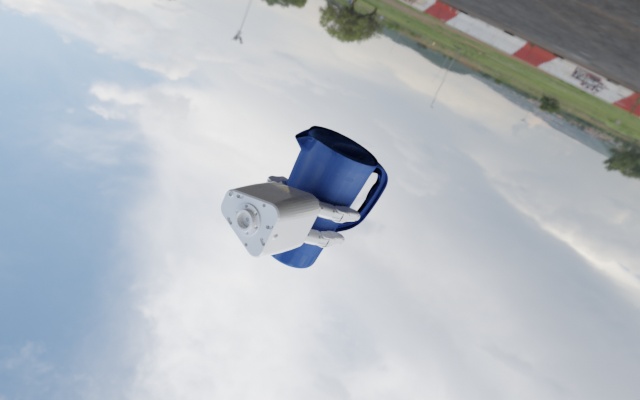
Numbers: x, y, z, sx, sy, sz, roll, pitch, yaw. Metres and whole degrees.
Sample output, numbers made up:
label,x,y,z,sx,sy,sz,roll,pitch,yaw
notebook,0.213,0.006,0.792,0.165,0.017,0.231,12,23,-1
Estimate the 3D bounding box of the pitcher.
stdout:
label,x,y,z,sx,sy,sz,roll,pitch,yaw
pitcher,0.000,0.003,0.859,0.149,0.243,0.145,37,23,21
